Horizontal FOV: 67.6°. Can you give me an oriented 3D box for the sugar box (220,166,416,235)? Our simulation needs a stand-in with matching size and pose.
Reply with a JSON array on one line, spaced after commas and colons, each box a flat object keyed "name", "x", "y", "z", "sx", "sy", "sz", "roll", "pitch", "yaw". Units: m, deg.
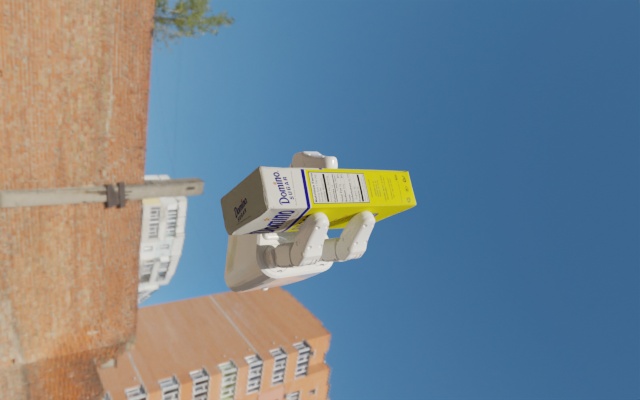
[{"name": "sugar box", "x": 0.000, "y": 0.002, "z": 0.480, "sx": 0.176, "sy": 0.048, "sz": 0.093, "roll": -4, "pitch": -16, "yaw": -35}]
